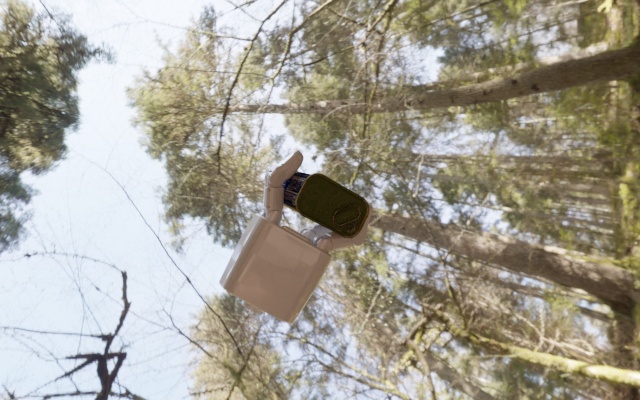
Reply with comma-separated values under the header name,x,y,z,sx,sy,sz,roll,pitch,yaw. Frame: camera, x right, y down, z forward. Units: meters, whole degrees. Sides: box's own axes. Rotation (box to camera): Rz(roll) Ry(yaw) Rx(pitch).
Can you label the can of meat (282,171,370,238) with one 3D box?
name,x,y,z,sx,sy,sz,roll,pitch,yaw
can of meat,0.000,0.002,0.635,0.102,0.057,0.084,28,-4,-26
